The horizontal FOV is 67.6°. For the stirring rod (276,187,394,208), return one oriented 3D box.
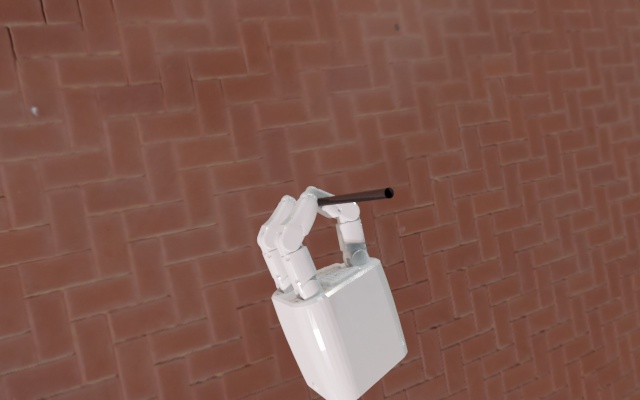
[{"bbox_3d":[0.000,0.002,0.448,0.011,0.011,0.239,0,-3,-24],"label":"stirring rod"}]
